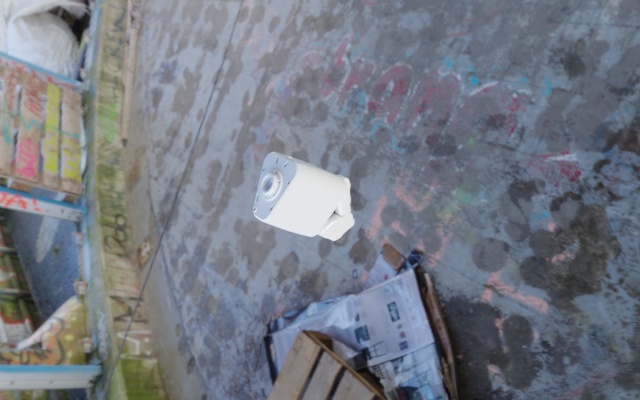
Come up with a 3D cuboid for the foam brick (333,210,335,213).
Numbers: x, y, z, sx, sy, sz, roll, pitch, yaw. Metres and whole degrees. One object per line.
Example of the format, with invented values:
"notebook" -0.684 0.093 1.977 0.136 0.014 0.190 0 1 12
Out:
"foam brick" 0.000 0.003 0.836 0.051 0.053 0.078 19 6 -42
